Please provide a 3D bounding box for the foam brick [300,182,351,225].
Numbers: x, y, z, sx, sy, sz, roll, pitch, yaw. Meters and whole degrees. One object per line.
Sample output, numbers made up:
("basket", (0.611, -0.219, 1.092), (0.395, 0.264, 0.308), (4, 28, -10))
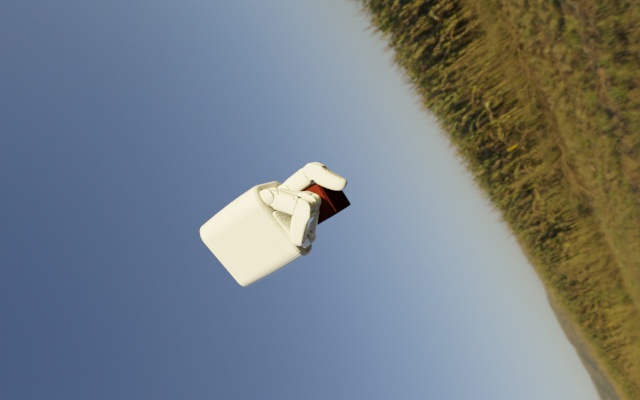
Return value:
("foam brick", (0.000, 0.002, 0.680), (0.051, 0.053, 0.078), (-33, -4, 20))
